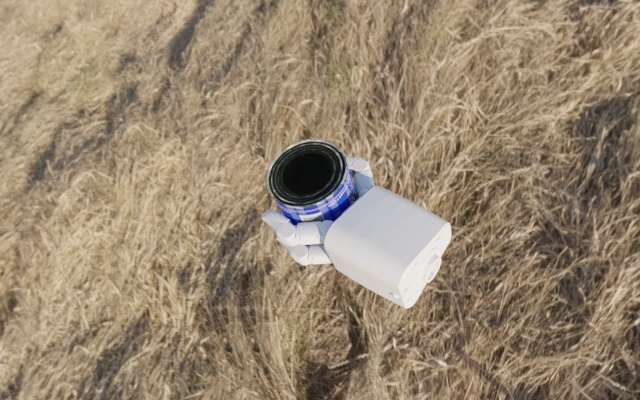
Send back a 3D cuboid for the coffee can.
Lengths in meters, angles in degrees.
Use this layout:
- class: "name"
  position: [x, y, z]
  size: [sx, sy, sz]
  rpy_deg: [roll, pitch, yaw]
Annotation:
- class: "coffee can"
  position: [0.000, 0.002, 0.631]
  size: [0.103, 0.102, 0.140]
  rpy_deg: [0, -32, 18]
